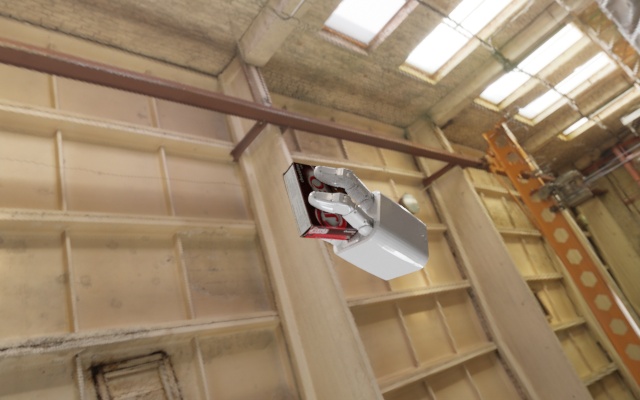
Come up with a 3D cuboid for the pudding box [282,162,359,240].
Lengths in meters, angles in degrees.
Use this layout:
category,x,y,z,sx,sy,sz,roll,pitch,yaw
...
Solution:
category,x,y,z,sx,sy,sz,roll,pitch,yaw
pudding box,0.000,0.002,0.704,0.090,0.113,0.039,7,-40,-39
